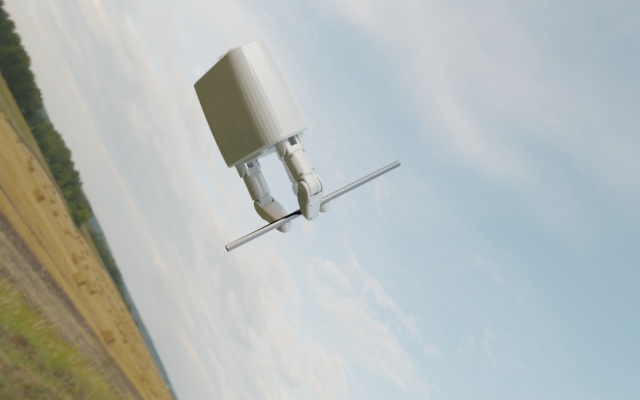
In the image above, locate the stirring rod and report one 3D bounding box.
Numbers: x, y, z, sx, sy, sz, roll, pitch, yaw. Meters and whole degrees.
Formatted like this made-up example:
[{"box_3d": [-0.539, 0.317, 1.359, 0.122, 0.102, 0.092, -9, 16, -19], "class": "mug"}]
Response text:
[{"box_3d": [0.000, 0.002, 0.548, 0.239, 0.011, 0.011, -26, 12, -25], "class": "stirring rod"}]
